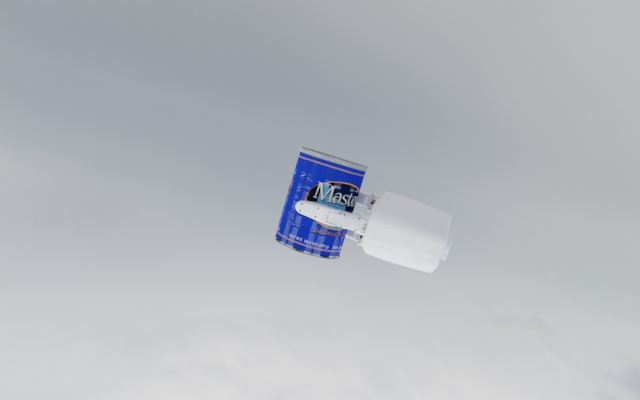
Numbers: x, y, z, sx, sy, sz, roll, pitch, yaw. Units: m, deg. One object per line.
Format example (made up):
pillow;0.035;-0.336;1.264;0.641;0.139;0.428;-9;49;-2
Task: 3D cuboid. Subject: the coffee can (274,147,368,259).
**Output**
coffee can;0.000;0.002;0.705;0.103;0.140;0.103;17;7;-2
